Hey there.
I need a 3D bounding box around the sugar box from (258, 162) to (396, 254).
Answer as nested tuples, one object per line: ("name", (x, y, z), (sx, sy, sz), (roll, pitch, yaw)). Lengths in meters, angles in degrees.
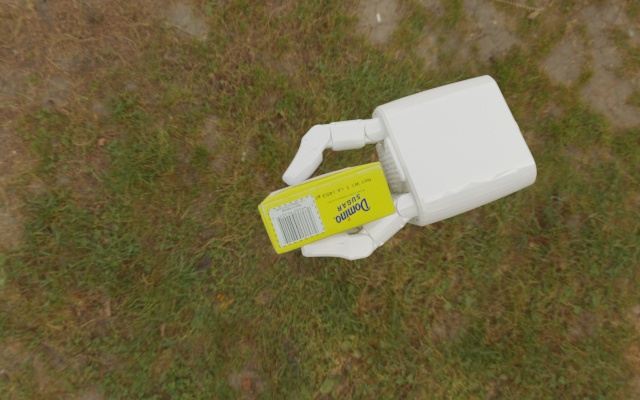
("sugar box", (0.000, 0.002, 0.422), (0.093, 0.048, 0.176), (-18, 1, -2))
